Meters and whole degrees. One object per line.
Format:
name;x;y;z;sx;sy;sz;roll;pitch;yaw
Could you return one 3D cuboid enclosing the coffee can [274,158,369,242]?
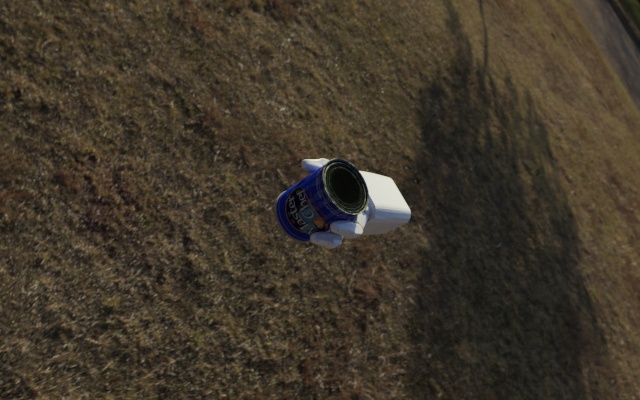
coffee can;0.000;0.003;0.835;0.103;0.102;0.140;0;-22;-42
